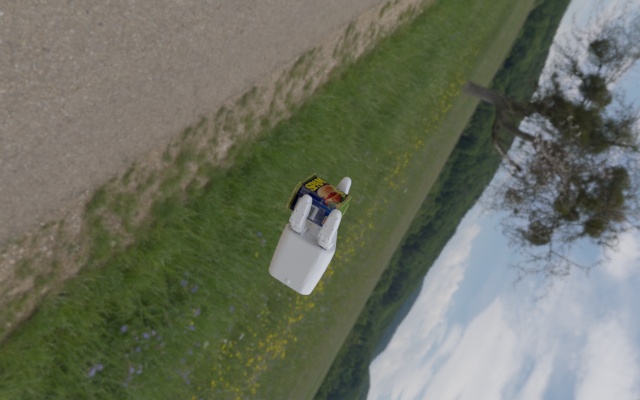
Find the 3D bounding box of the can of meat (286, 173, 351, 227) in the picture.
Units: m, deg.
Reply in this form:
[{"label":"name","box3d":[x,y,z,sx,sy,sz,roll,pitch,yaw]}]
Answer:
[{"label":"can of meat","box3d":[0.000,0.003,0.845,0.084,0.057,0.102,31,23,10]}]
